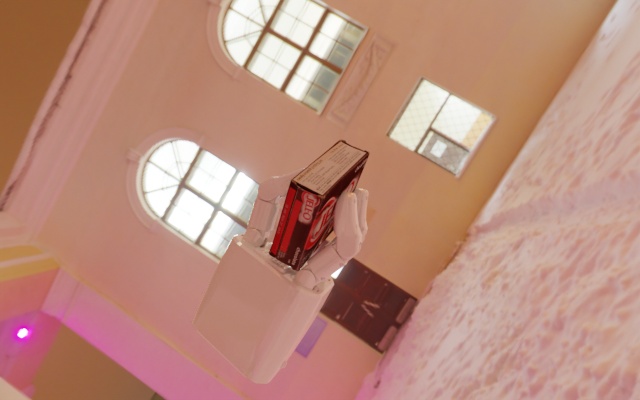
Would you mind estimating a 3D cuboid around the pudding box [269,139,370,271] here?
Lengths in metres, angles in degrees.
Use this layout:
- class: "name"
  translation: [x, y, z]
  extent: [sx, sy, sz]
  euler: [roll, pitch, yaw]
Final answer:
- class: "pudding box"
  translation: [0.000, 0.001, 0.464]
  extent: [0.039, 0.090, 0.113]
  euler: [28, 35, 10]
